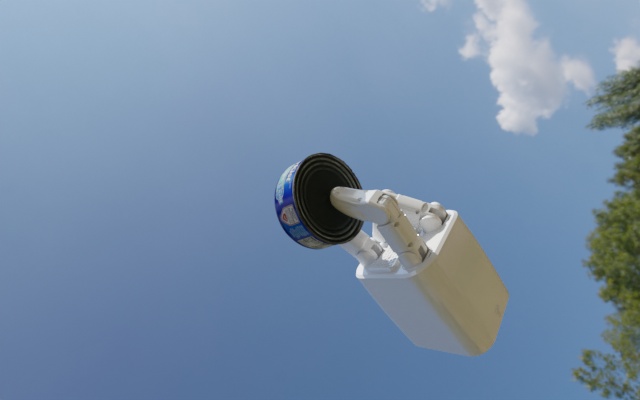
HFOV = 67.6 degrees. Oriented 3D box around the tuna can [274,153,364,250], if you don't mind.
[{"bbox_3d":[0.000,0.002,0.443,0.086,0.086,0.034,0,-14,-41],"label":"tuna can"}]
